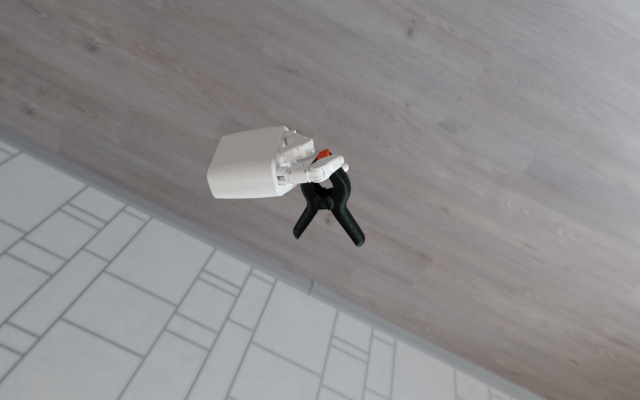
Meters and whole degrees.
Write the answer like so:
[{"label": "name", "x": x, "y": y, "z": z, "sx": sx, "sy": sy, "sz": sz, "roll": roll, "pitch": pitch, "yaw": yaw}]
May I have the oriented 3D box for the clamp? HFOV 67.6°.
[{"label": "clamp", "x": 0.000, "y": 0.003, "z": 0.751, "sx": 0.120, "sy": 0.171, "sz": 0.039, "roll": -5, "pitch": 29, "yaw": 14}]
